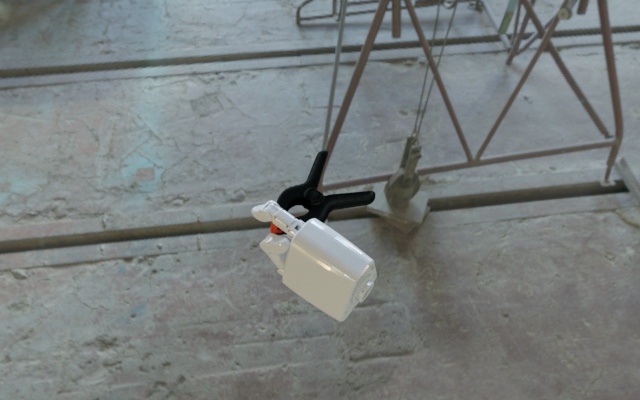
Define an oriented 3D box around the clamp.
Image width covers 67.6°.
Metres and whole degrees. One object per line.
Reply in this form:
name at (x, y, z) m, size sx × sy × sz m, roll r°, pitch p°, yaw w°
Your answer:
clamp at (0.000, 0.002, 0.728) m, size 0.120 × 0.171 × 0.039 m, roll 33°, pitch -29°, yaw 20°
